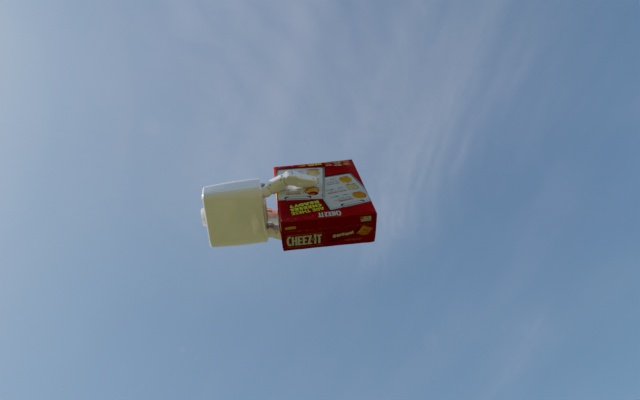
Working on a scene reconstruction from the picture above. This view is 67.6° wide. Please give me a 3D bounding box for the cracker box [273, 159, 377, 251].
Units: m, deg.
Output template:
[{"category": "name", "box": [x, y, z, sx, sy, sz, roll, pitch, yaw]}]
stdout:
[{"category": "cracker box", "box": [0.000, 0.003, 0.892, 0.164, 0.072, 0.213, -6, 31, -6]}]
